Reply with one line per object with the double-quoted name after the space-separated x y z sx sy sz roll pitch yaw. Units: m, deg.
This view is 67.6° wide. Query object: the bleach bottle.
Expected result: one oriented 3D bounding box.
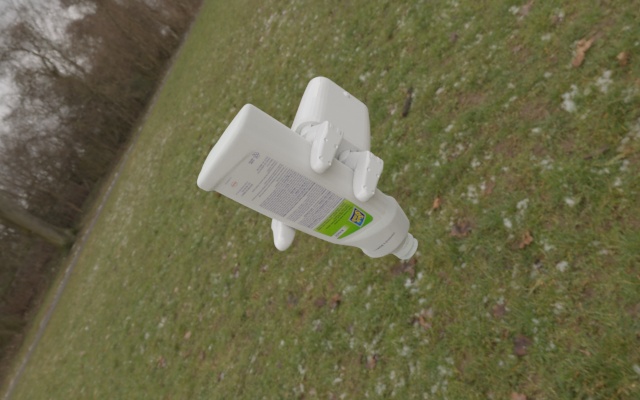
0.000 0.002 0.529 0.251 0.068 0.103 31 -52 -20 "bleach bottle"
